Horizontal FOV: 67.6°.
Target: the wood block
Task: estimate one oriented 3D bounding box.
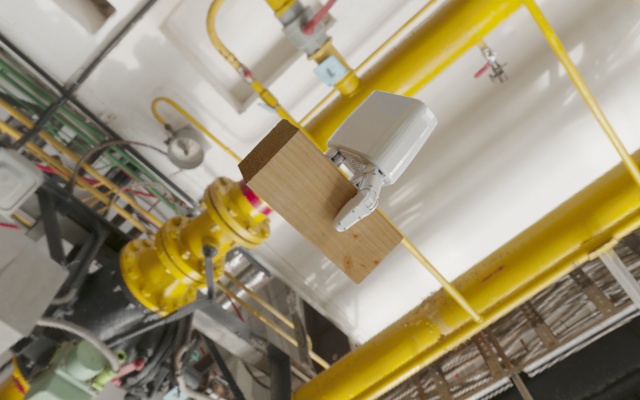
[{"bbox_3d":[0.001,0.002,0.623,0.206,0.090,0.090,44,1,-24],"label":"wood block"}]
